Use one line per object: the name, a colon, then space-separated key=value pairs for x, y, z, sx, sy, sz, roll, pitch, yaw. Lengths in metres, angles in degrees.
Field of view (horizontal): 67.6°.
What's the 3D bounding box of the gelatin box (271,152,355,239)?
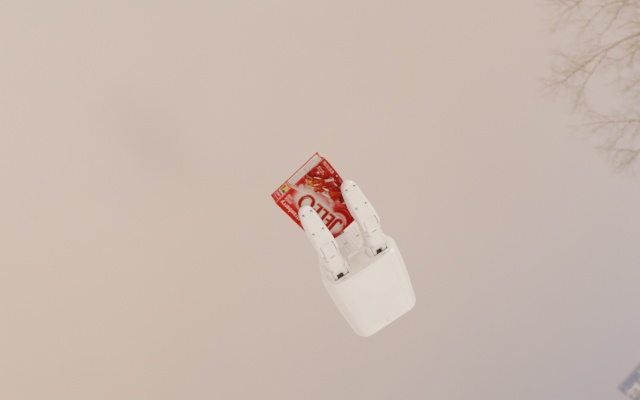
gelatin box: x=0.000 y=0.001 z=0.545 sx=0.089 sy=0.073 sz=0.030 roll=47 pitch=1 yaw=-29
